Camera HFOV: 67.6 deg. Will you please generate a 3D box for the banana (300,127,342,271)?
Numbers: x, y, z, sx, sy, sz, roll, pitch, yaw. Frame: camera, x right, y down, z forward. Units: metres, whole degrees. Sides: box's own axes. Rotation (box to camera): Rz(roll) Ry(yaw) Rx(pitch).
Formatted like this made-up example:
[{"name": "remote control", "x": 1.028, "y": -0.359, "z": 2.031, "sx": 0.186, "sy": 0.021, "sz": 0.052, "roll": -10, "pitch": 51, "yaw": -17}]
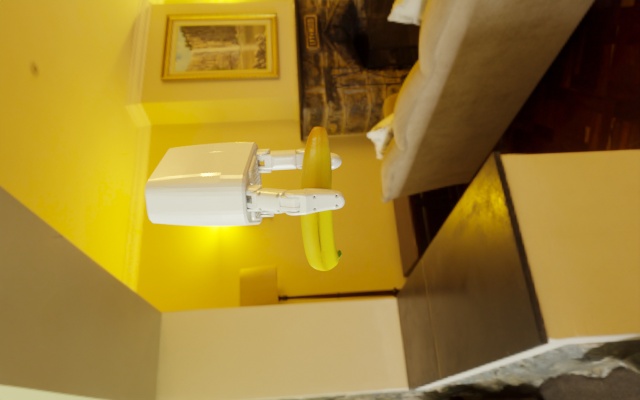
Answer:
[{"name": "banana", "x": -0.002, "y": 0.016, "z": 0.539, "sx": 0.037, "sy": 0.198, "sz": 0.069, "roll": 0, "pitch": 39, "yaw": 8}]
